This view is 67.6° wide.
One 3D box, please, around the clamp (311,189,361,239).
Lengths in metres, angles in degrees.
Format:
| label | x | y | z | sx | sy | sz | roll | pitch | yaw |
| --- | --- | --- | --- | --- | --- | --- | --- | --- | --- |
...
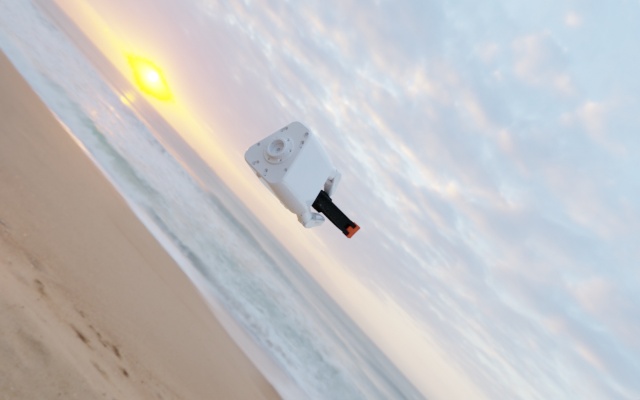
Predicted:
| label | x | y | z | sx | sy | sz | roll | pitch | yaw |
| --- | --- | --- | --- | --- | --- | --- | --- | --- | --- |
| clamp | 0.001 | 0.003 | 0.888 | 0.210 | 0.036 | 0.165 | 43 | -3 | 31 |
